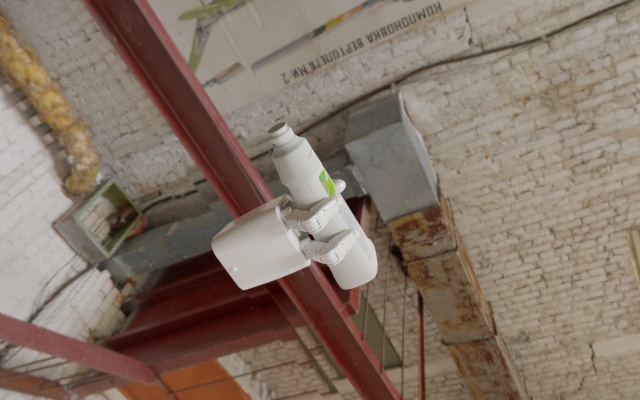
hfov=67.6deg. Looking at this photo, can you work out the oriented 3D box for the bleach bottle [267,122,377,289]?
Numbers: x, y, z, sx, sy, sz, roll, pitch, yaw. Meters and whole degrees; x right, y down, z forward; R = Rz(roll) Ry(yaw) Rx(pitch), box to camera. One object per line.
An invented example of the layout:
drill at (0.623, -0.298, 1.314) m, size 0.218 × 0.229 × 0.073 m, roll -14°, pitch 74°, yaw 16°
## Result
bleach bottle at (0.000, 0.002, 0.666) m, size 0.068 × 0.251 × 0.102 m, roll -24°, pitch 26°, yaw 11°
